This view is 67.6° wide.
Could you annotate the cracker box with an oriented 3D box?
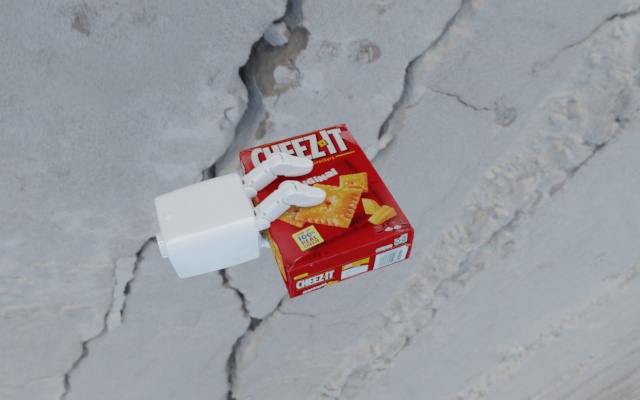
[{"bbox_3d":[0.000,0.002,0.629,0.164,0.213,0.072,-16,-39,-14],"label":"cracker box"}]
